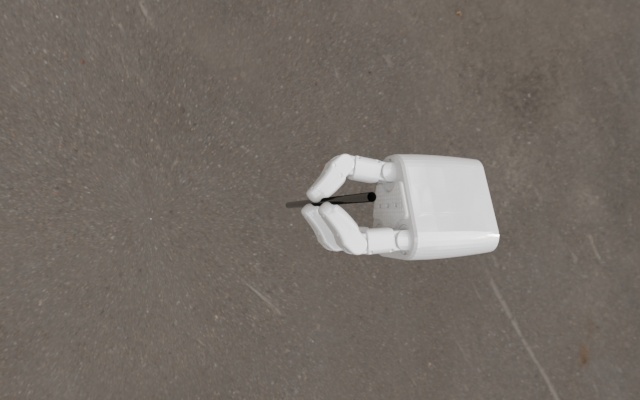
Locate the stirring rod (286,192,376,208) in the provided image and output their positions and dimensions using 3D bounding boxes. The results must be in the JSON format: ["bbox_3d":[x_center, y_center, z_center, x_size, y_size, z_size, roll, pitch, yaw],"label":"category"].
[{"bbox_3d":[0.000,0.002,0.487,0.011,0.011,0.239,0,-2,-20],"label":"stirring rod"}]
